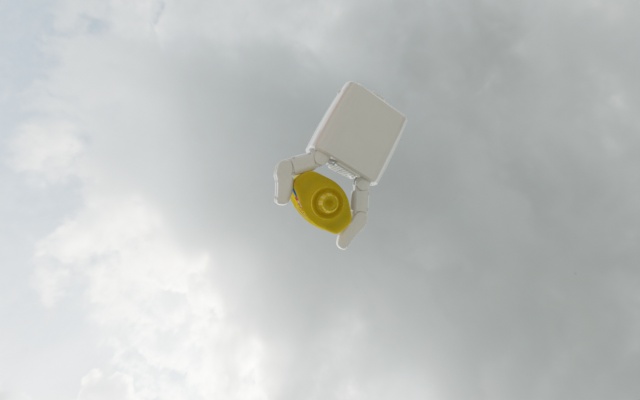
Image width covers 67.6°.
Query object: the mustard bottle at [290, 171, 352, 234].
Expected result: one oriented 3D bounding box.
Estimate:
[{"bbox_3d":[0.000,0.002,0.664,0.058,0.096,0.191,-38,5,-6],"label":"mustard bottle"}]
